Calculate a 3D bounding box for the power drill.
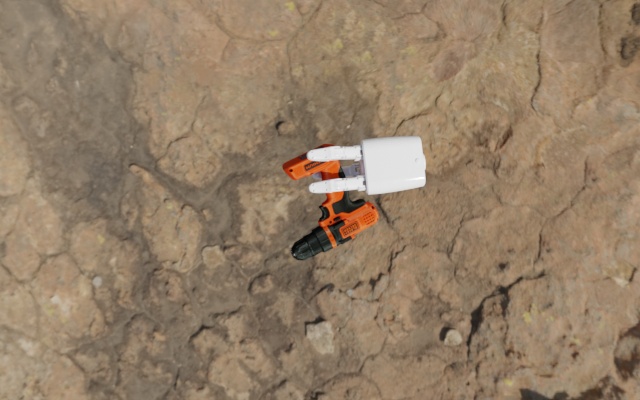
[{"bbox_3d":[0.000,0.002,0.893,0.184,0.188,0.057,-28,21,-11],"label":"power drill"}]
